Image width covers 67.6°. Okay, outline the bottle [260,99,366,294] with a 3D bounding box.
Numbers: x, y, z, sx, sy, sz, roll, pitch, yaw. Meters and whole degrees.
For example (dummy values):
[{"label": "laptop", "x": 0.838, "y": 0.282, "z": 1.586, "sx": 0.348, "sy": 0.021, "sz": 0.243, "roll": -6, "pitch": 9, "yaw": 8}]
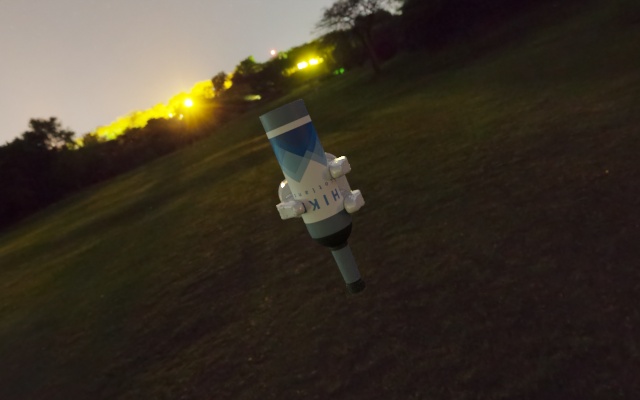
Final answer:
[{"label": "bottle", "x": 0.000, "y": 0.002, "z": 0.702, "sx": 0.069, "sy": 0.296, "sz": 0.069, "roll": -22, "pitch": 10, "yaw": 4}]
